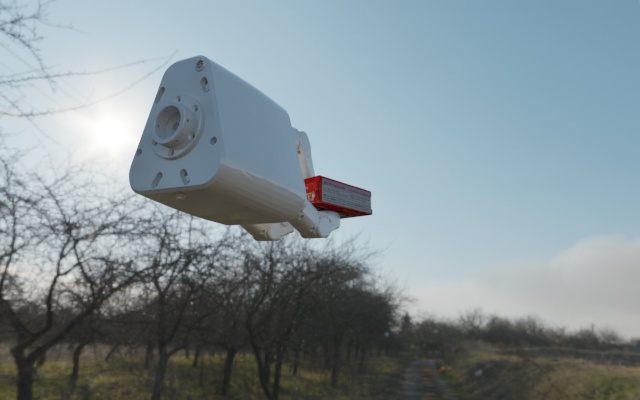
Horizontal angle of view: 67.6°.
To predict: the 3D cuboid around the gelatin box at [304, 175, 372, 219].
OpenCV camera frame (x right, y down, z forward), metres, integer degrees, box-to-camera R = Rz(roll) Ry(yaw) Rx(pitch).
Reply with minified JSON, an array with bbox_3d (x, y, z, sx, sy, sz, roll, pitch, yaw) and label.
[{"bbox_3d":[0.000,0.001,0.506,0.073,0.030,0.089,-11,-16,40],"label":"gelatin box"}]
